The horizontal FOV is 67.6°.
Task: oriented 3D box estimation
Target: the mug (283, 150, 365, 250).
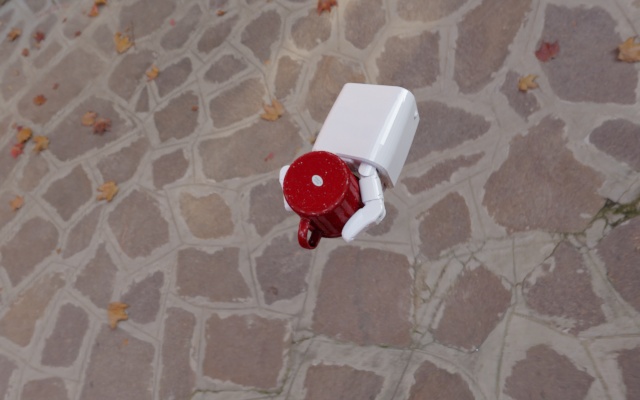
[{"bbox_3d":[-0.001,0.003,0.573,0.093,0.117,0.081,19,-12,22],"label":"mug"}]
